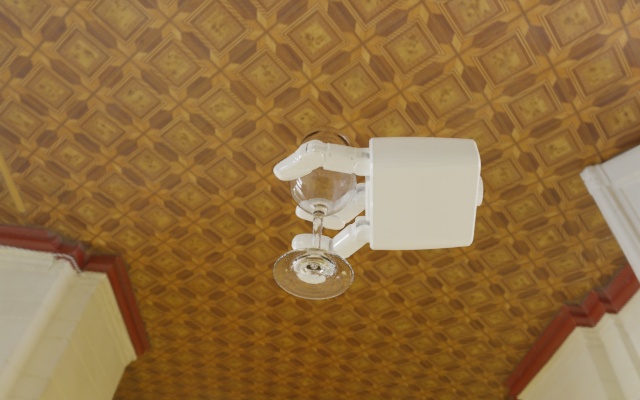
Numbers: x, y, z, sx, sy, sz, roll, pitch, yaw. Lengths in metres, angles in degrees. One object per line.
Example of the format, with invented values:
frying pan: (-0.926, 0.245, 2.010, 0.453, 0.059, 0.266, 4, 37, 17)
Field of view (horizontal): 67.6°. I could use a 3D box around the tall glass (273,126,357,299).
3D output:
tall glass: (0.000, 0.002, 0.512, 0.079, 0.079, 0.200, 0, 43, 5)
